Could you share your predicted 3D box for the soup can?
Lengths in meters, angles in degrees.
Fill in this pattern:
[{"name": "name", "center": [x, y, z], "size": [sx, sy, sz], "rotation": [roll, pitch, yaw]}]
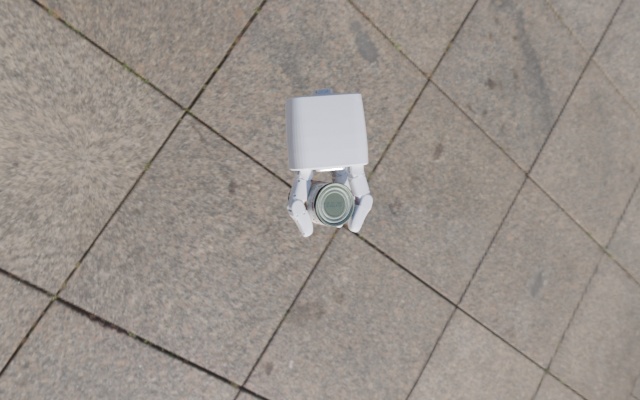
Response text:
[{"name": "soup can", "center": [0.000, 0.003, 0.738], "size": [0.068, 0.068, 0.102], "rotation": [0, 4, -26]}]
